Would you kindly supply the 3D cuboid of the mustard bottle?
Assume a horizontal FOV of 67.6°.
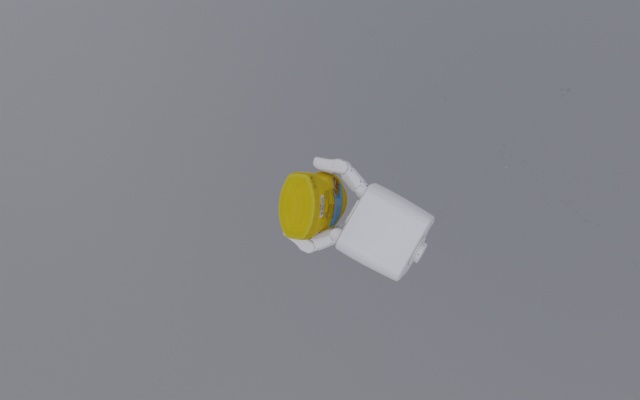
[{"bbox_3d":[0.000,0.002,0.753,0.058,0.096,0.191,4,5,21],"label":"mustard bottle"}]
